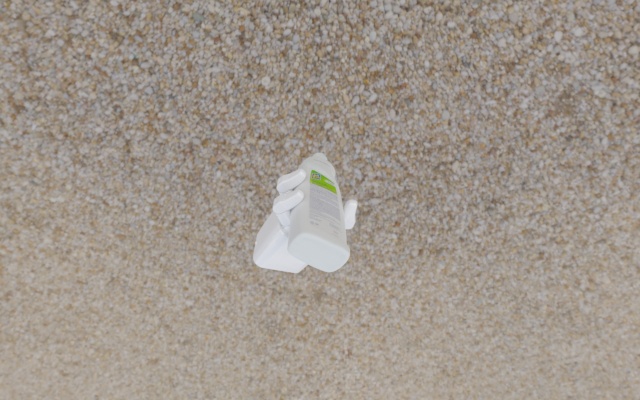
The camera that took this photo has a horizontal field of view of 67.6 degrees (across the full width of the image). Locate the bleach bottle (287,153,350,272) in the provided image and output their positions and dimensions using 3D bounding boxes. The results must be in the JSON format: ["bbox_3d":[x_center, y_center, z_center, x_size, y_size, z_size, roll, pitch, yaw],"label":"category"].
[{"bbox_3d":[0.000,0.003,0.853,0.102,0.250,0.068,27,-53,-20],"label":"bleach bottle"}]
